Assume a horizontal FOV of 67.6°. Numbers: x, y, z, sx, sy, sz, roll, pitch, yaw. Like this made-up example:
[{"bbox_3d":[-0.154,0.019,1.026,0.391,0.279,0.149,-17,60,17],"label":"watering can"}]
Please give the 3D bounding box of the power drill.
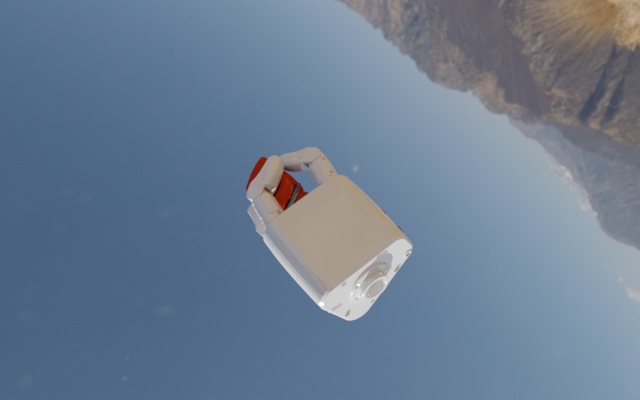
[{"bbox_3d":[0.000,0.002,0.634,0.188,0.057,0.184,18,11,-32],"label":"power drill"}]
